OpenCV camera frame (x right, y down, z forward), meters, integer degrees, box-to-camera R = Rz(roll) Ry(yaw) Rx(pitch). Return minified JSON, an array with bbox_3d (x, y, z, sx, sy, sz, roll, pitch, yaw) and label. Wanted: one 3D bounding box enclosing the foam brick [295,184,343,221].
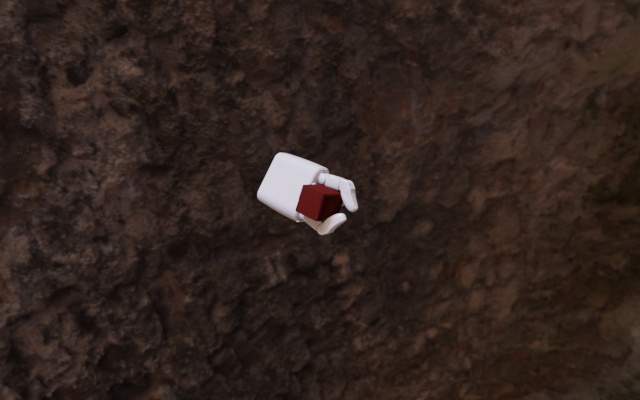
[{"bbox_3d":[0.000,0.003,0.879,0.051,0.053,0.078,25,15,28],"label":"foam brick"}]
